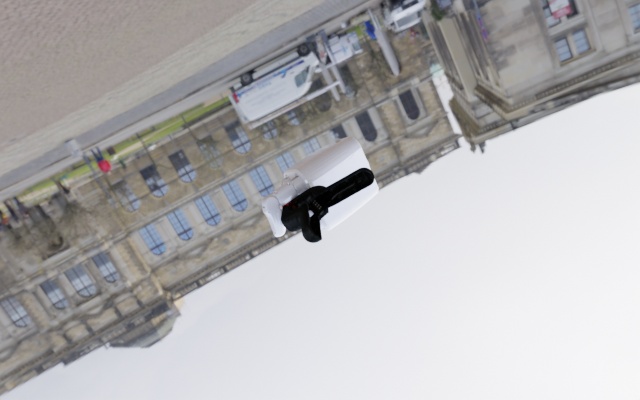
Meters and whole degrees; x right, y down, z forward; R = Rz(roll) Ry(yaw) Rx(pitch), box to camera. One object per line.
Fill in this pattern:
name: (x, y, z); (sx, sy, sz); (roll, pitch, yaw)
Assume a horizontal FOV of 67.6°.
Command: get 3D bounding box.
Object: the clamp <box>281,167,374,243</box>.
clamp: (0.000, 0.003, 0.633); (0.120, 0.039, 0.171); (-38, 16, -15)
